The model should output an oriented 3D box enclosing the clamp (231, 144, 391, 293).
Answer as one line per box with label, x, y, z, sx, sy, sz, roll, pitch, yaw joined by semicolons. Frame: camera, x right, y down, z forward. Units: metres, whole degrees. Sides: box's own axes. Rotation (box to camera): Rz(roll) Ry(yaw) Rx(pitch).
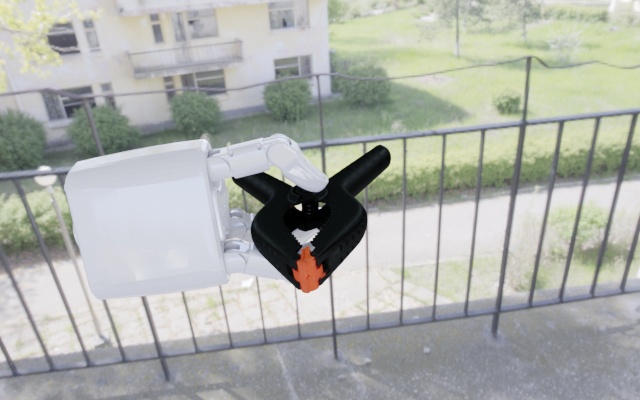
clamp;0.000;0.001;0.416;0.164;0.036;0.210;-10;28;-3
